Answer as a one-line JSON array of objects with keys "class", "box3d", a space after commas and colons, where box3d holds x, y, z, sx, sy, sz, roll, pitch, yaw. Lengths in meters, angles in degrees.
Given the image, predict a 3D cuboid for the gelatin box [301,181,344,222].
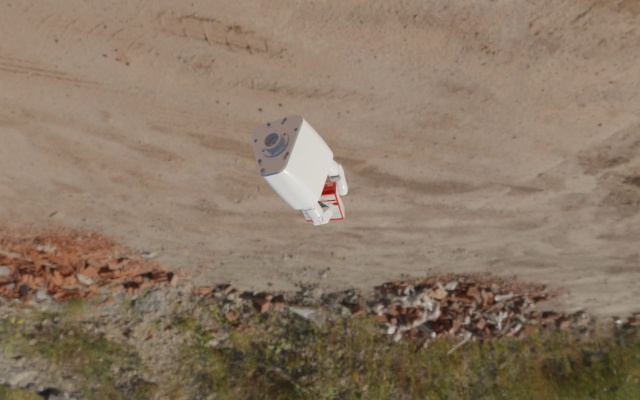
[{"class": "gelatin box", "box3d": [0.000, 0.003, 0.862, 0.073, 0.030, 0.089, -5, -35, 12]}]
